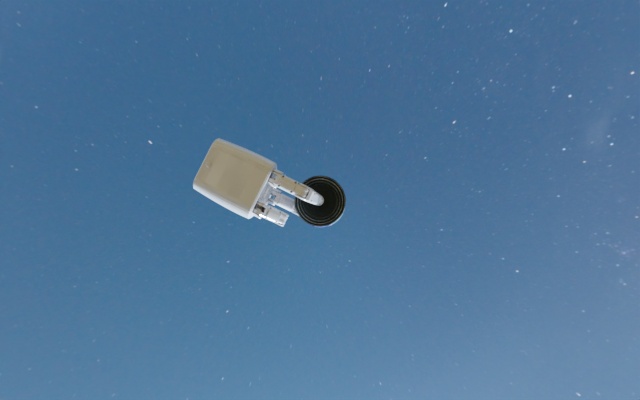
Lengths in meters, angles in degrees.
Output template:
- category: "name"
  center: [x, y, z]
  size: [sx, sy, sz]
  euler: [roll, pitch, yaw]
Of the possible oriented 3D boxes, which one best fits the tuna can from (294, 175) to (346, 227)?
- category: "tuna can"
  center: [0.000, 0.003, 0.807]
  size: [0.086, 0.086, 0.034]
  euler: [0, -7, 4]
